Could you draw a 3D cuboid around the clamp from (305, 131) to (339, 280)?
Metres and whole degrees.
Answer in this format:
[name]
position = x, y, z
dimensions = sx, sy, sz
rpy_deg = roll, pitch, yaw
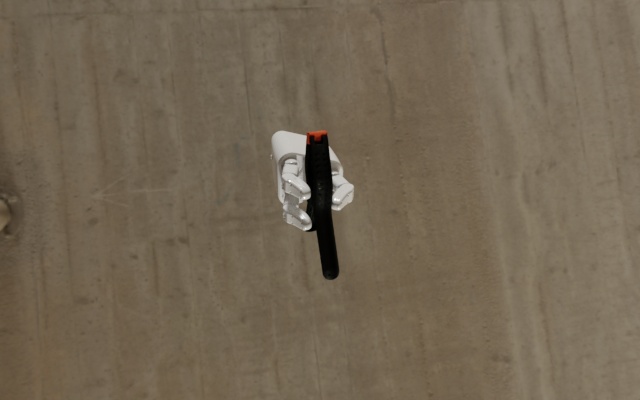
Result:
[clamp]
position = 0.001, 0.002, 0.716
dimensions = 0.036, 0.210, 0.164
rpy_deg = -7, 32, -12
